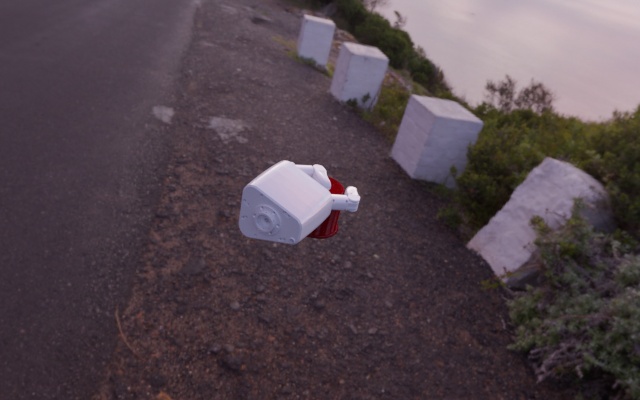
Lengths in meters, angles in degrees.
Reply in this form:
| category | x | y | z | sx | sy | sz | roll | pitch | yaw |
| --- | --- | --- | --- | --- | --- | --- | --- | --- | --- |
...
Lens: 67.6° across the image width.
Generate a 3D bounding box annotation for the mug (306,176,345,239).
| category | x | y | z | sx | sy | sz | roll | pitch | yaw |
| --- | --- | --- | --- | --- | --- | --- | --- | --- | --- |
| mug | 0.001 | 0.002 | 0.846 | 0.093 | 0.081 | 0.117 | 23 | 31 | 15 |
